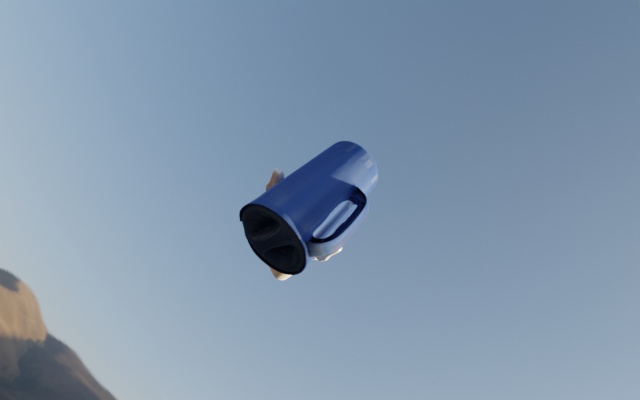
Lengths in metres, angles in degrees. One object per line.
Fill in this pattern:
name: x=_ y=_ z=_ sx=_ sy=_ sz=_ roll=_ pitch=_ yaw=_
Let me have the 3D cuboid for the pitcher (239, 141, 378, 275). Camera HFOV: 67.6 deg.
pitcher: x=0.000 y=0.003 z=0.786 sx=0.242 sy=0.149 sz=0.145 roll=-42 pitch=-5 yaw=-37
